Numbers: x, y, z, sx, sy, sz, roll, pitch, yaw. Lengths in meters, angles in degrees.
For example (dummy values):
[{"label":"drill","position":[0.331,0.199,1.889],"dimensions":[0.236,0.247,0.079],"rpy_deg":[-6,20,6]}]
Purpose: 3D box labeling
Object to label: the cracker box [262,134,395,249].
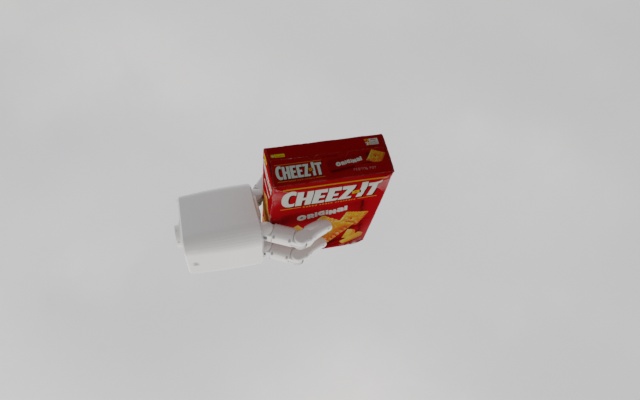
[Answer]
[{"label":"cracker box","position":[0.000,0.002,0.698],"dimensions":[0.164,0.072,0.214],"rpy_deg":[-9,-28,-13]}]
